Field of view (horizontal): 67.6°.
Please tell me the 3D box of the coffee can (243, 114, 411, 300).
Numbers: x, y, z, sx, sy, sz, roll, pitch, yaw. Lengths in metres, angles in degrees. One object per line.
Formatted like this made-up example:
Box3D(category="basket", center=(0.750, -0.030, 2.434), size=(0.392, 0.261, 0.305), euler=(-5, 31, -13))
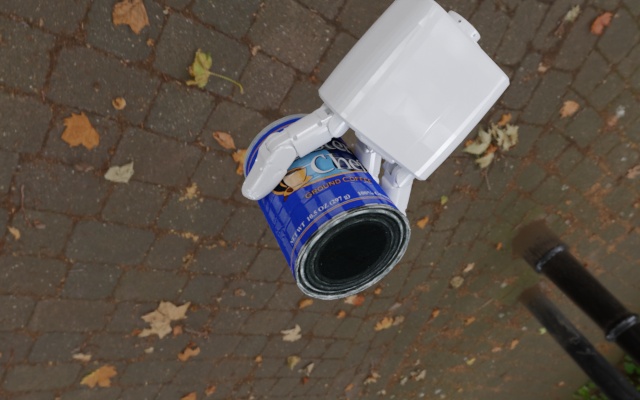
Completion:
Box3D(category="coffee can", center=(0.000, 0.001, 0.427), size=(0.103, 0.103, 0.140), euler=(0, 38, -30))
